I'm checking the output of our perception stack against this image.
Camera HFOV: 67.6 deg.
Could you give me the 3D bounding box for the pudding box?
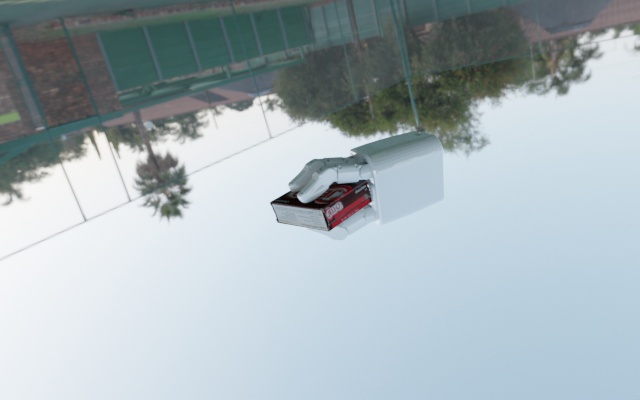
[{"bbox_3d":[0.000,0.002,0.660,0.090,0.039,0.113,-31,22,-37],"label":"pudding box"}]
